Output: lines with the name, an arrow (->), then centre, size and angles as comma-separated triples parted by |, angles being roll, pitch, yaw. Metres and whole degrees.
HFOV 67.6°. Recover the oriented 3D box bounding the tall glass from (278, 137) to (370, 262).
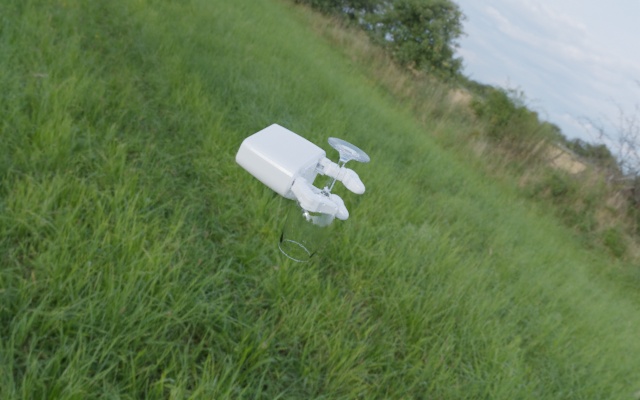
tall glass -> 0.001, 0.002, 0.775 | 0.079, 0.201, 0.079 | 24, 20, -10
